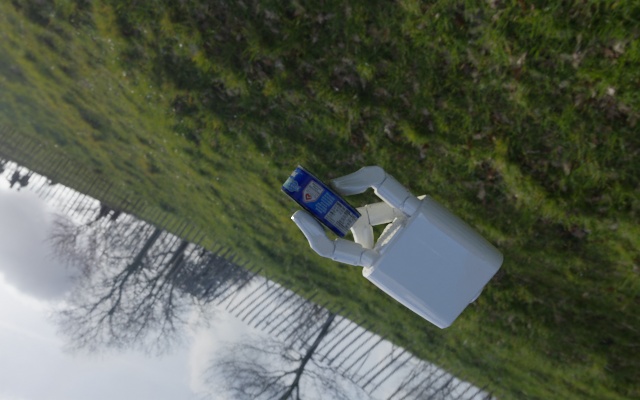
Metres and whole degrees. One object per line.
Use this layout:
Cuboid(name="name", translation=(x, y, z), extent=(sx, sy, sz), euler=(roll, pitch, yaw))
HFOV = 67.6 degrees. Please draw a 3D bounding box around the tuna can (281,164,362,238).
Cuboid(name="tuna can", translation=(0.000, 0.002, 0.504), extent=(0.086, 0.034, 0.086), euler=(39, -2, 1))
